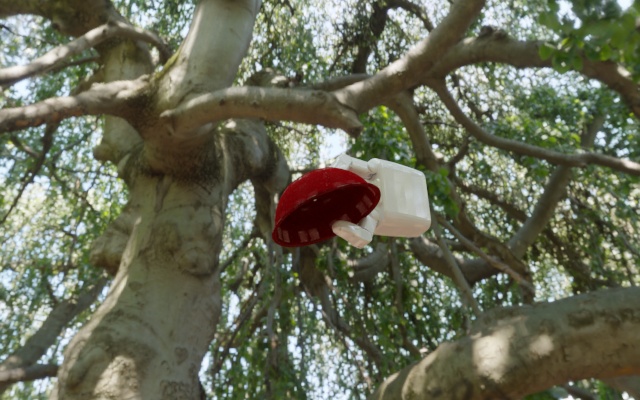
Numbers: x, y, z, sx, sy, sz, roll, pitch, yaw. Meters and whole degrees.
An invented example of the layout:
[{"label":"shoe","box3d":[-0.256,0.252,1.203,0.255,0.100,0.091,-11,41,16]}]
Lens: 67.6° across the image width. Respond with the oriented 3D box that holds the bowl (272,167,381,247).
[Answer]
[{"label":"bowl","box3d":[-0.001,0.002,0.663,0.162,0.055,0.162,-21,-24,-10]}]
